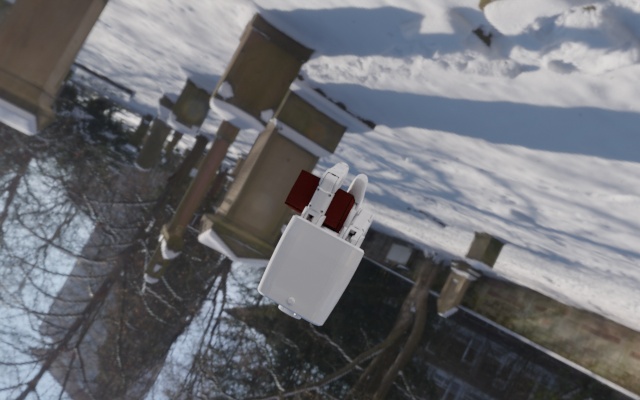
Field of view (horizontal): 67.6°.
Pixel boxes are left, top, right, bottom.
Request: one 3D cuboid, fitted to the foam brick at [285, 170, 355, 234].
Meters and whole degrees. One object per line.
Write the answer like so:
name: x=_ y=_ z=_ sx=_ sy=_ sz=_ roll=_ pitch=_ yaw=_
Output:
foam brick: x=0.000 y=0.002 z=0.629 sx=0.078 sy=0.051 sz=0.053 roll=28 pitch=-4 yaw=10
